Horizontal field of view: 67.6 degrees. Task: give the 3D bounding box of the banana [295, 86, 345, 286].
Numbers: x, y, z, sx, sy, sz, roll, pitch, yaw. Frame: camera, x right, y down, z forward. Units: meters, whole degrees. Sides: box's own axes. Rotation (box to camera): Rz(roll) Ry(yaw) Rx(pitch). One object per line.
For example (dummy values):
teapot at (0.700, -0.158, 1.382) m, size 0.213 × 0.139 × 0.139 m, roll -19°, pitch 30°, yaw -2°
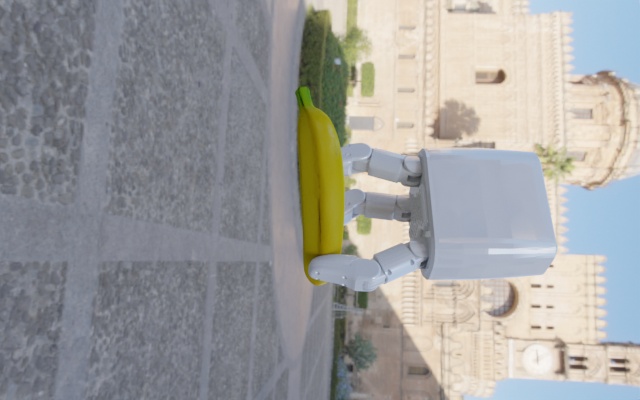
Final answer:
banana at (0.001, 0.007, 0.415) m, size 0.037 × 0.198 × 0.069 m, roll -3°, pitch 26°, yaw -2°
